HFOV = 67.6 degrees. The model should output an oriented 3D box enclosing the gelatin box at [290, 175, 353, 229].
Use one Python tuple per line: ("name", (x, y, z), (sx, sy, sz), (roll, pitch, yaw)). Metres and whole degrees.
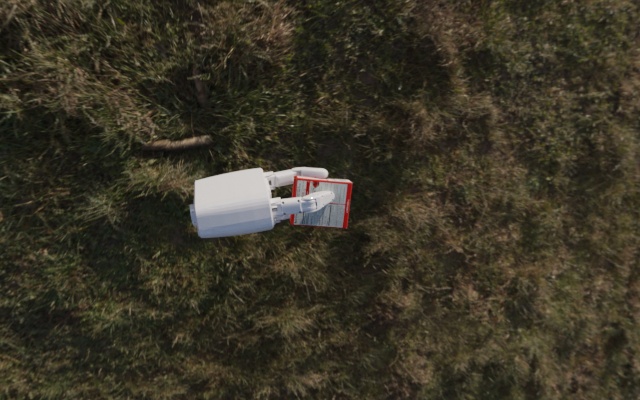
("gelatin box", (0.001, 0.003, 0.731), (0.089, 0.073, 0.030), (4, 11, -8))
